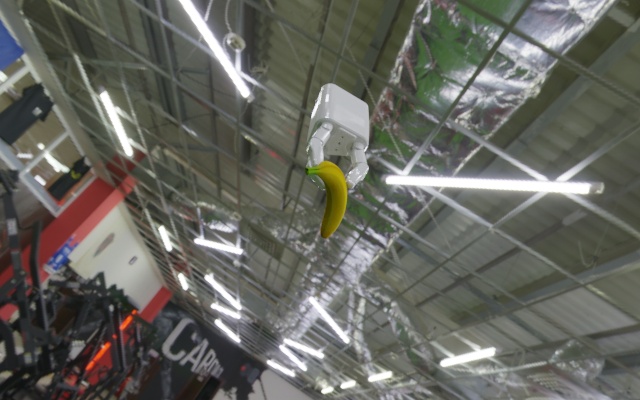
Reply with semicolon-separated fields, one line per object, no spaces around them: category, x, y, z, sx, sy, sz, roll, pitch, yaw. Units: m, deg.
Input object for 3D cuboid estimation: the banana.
banana;0.017;-0.007;0.853;0.069;0.037;0.198;-23;-41;-8
